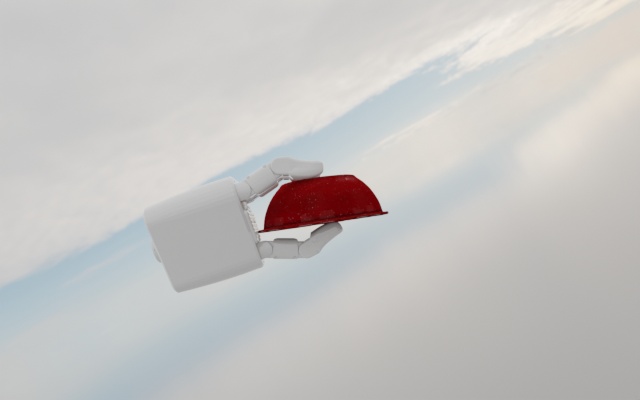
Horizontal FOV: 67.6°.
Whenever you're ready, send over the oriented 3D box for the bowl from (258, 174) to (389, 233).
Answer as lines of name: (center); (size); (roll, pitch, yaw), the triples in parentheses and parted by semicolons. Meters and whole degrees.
bowl: (0.001, 0.001, 0.588); (0.162, 0.055, 0.162); (-8, -2, 0)
